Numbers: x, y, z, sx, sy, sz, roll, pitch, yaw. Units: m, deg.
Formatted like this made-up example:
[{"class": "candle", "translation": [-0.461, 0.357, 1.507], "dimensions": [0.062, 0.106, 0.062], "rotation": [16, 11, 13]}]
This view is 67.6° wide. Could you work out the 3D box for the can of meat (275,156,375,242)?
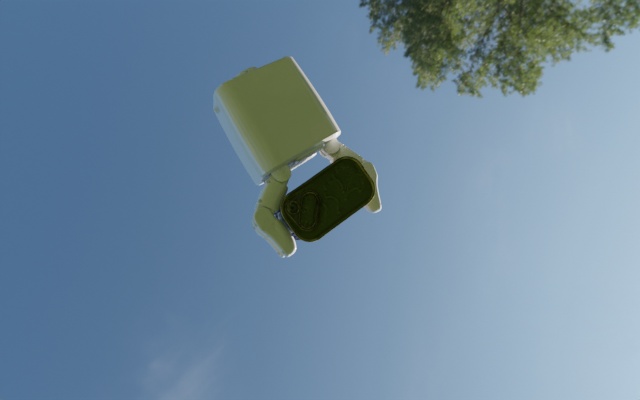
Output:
[{"class": "can of meat", "translation": [0.000, 0.002, 0.535], "dimensions": [0.102, 0.057, 0.084], "rotation": [-36, 3, -13]}]
